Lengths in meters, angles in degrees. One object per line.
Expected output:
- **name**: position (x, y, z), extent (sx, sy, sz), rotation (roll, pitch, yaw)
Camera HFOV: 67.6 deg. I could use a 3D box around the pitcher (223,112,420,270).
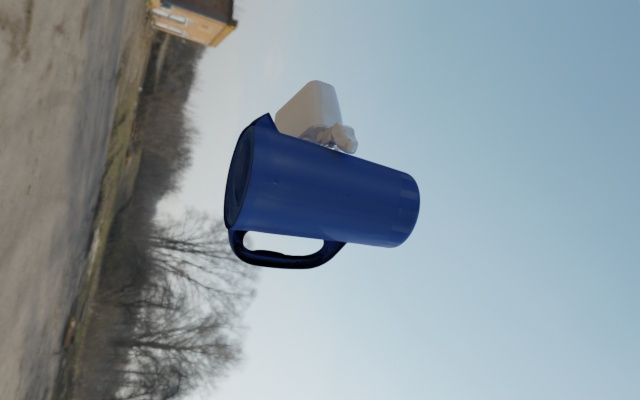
- **pitcher**: position (0.000, 0.002, 0.623), extent (0.243, 0.145, 0.149), rotation (12, -43, -21)
